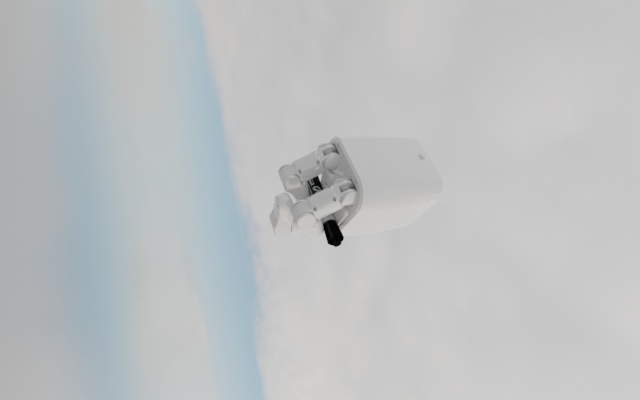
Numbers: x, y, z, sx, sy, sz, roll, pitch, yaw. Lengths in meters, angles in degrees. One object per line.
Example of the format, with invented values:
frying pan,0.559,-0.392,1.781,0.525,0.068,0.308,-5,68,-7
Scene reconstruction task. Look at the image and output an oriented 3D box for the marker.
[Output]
marker,0.000,0.002,0.544,0.020,0.121,0.020,-14,-37,-11
